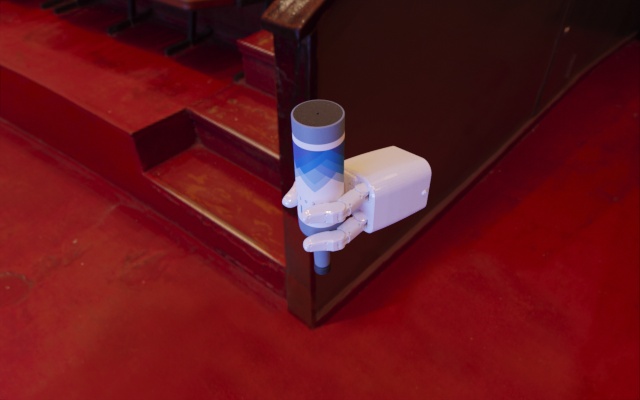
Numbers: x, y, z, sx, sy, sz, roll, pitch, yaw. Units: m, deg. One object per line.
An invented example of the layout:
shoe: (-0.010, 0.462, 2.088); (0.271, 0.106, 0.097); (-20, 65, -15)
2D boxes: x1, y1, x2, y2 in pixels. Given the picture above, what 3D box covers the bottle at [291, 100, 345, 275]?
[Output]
bottle: (0.000, 0.002, 0.685); (0.069, 0.296, 0.069); (-1, 42, 1)
